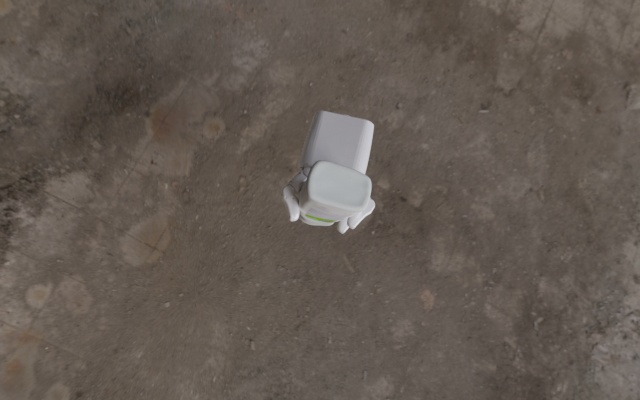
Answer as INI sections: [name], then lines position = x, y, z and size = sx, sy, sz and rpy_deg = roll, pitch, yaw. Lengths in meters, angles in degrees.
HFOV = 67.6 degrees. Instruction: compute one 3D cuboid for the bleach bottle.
[bleach bottle]
position = 0.000, 0.003, 0.819
size = 0.102, 0.068, 0.251
rpy_deg = 17, -14, -11
